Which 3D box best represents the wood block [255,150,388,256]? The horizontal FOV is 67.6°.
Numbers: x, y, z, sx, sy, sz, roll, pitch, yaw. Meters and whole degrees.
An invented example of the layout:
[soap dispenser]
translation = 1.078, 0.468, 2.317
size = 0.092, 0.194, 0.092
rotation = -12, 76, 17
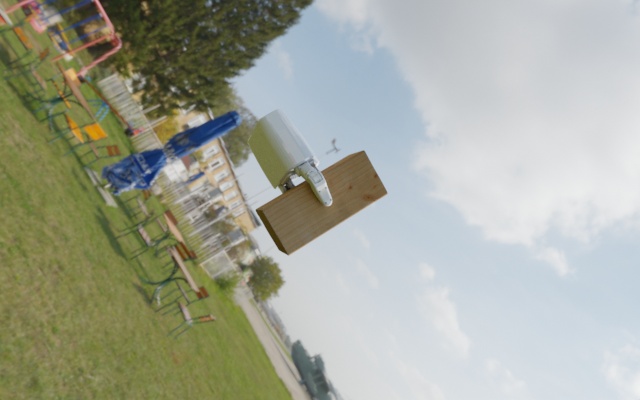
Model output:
[wood block]
translation = 0.000, 0.002, 0.844
size = 0.206, 0.090, 0.091
rotation = -31, 8, -13
